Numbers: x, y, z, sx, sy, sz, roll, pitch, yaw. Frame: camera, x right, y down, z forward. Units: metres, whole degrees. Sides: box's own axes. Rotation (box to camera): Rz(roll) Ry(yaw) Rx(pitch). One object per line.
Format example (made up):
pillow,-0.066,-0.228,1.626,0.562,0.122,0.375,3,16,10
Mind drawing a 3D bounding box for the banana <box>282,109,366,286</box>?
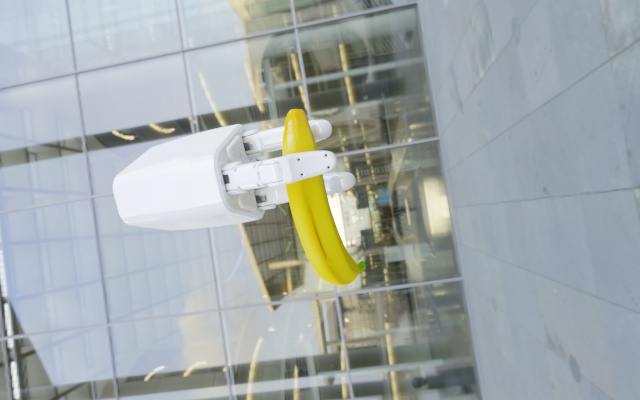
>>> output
banana,-0.001,0.015,0.449,0.037,0.198,0.069,-11,32,16
